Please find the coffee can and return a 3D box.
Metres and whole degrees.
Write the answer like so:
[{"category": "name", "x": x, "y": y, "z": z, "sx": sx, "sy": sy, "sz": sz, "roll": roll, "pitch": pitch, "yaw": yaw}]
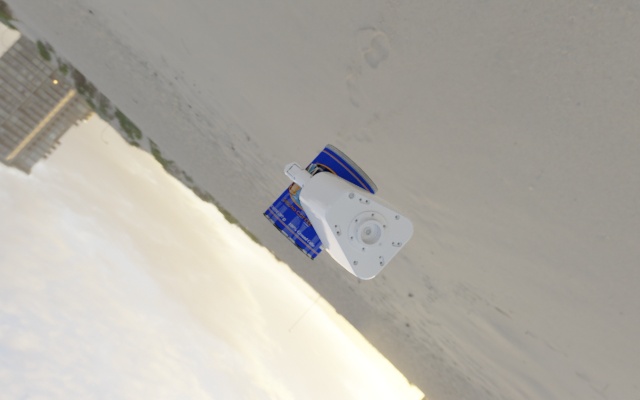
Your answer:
[{"category": "coffee can", "x": 0.000, "y": 0.002, "z": 0.705, "sx": 0.103, "sy": 0.140, "sz": 0.103, "roll": 43, "pitch": -2, "yaw": 2}]
